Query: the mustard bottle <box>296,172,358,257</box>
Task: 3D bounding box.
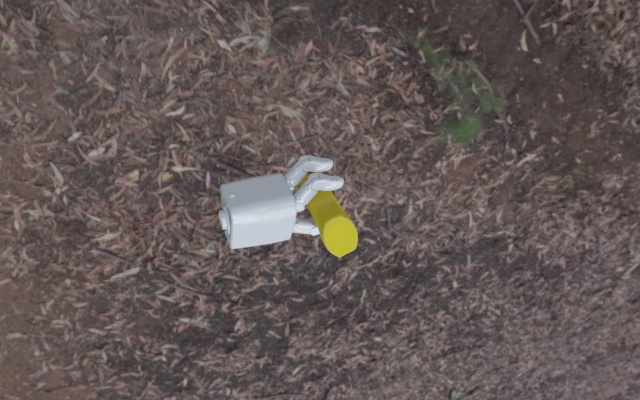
[{"bbox_3d":[0.001,0.003,0.828,0.058,0.096,0.191,-28,45,-2],"label":"mustard bottle"}]
